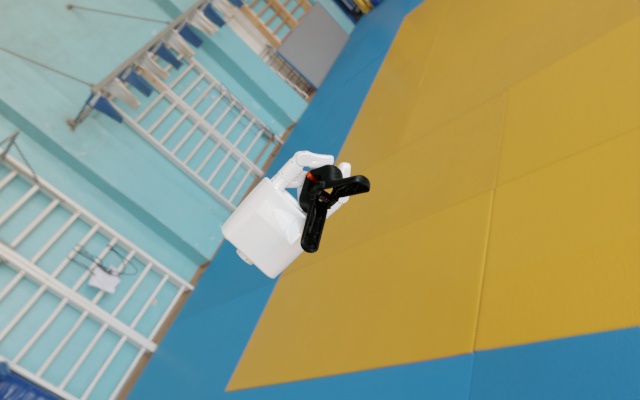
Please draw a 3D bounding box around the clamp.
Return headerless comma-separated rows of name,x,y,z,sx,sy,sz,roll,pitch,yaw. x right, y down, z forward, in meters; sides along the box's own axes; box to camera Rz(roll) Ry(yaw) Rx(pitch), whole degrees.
clamp,0.000,0.002,0.657,0.039,0.120,0.171,43,-1,-19
